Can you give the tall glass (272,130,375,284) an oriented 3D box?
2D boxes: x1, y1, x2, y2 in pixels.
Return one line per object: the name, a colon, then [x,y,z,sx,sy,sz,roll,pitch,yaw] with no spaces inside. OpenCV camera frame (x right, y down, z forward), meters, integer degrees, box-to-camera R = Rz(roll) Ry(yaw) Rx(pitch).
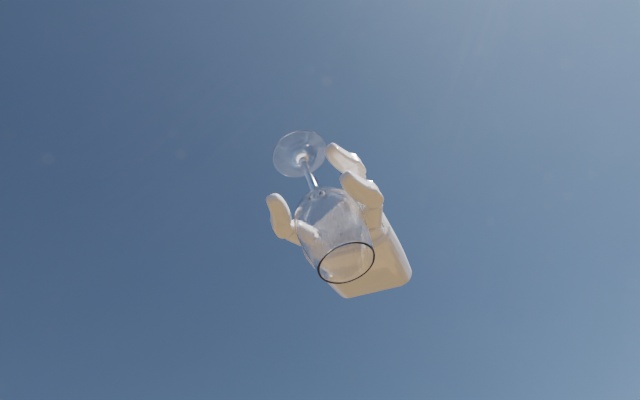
tall glass: [0.000,0.001,0.557,0.079,0.079,0.201,0,39,-20]
